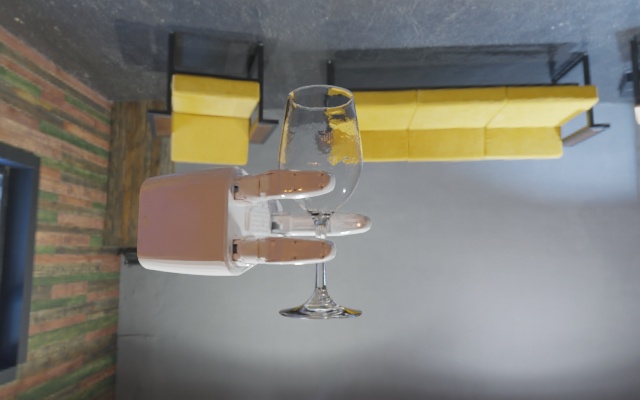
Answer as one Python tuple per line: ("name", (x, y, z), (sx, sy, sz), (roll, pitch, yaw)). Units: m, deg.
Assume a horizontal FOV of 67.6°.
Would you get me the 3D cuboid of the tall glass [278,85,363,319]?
("tall glass", (0.000, 0.002, 0.435), (0.079, 0.201, 0.079), (0, -6, 0))
